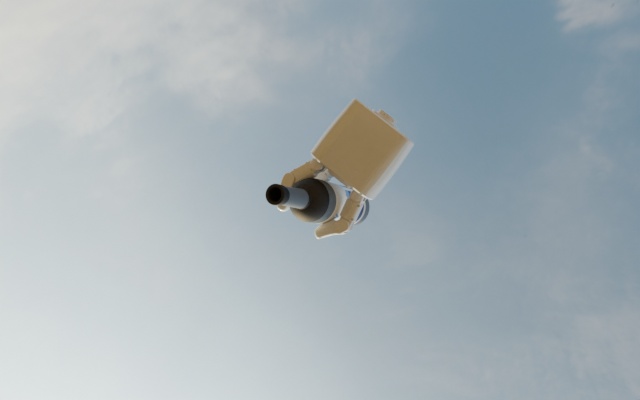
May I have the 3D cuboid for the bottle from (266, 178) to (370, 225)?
[{"bbox_3d":[0.000,0.003,0.735,0.069,0.069,0.296,0,-4,23],"label":"bottle"}]
